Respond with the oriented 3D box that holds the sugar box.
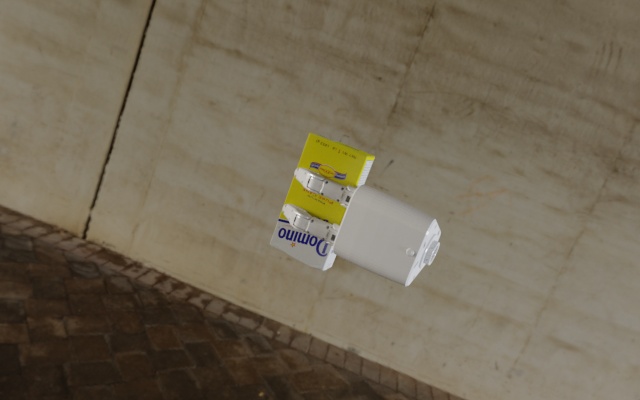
[{"bbox_3d":[0.000,0.002,0.678,0.093,0.176,0.048,24,11,19],"label":"sugar box"}]
